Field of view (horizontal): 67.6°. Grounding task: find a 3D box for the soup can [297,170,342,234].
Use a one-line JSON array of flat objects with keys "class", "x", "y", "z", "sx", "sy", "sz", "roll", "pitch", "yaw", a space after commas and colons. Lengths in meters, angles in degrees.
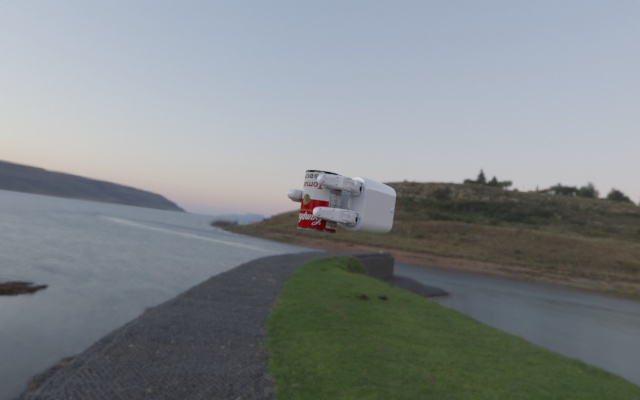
[{"class": "soup can", "x": 0.000, "y": 0.002, "z": 0.827, "sx": 0.068, "sy": 0.102, "sz": 0.068, "roll": 8, "pitch": -3, "yaw": 0}]
